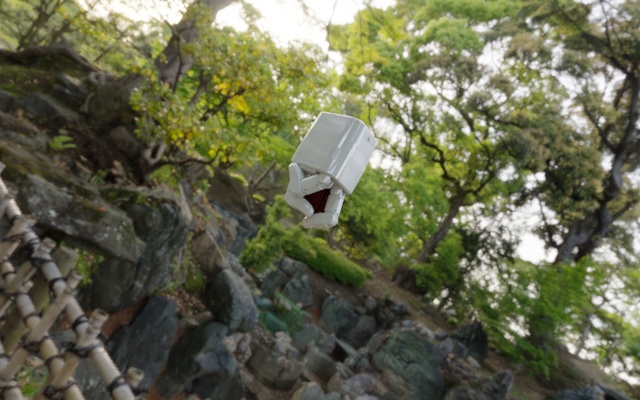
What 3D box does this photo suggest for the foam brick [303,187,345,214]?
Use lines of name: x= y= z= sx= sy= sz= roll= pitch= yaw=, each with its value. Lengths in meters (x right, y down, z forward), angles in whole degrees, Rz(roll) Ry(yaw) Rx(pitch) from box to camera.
foam brick: x=0.000 y=0.003 z=0.851 sx=0.053 sy=0.051 sz=0.078 roll=18 pitch=-12 yaw=29
